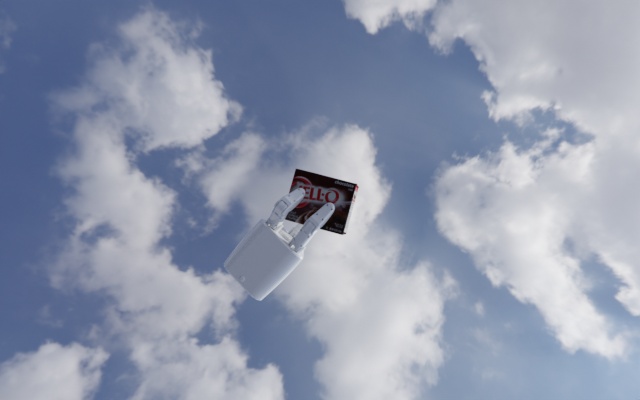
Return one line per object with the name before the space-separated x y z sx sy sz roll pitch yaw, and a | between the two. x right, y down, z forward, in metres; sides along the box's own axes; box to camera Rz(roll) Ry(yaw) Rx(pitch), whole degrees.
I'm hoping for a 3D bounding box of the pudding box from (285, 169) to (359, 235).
pudding box | 0.000 0.003 0.816 0.113 0.090 0.039 15 -2 11
